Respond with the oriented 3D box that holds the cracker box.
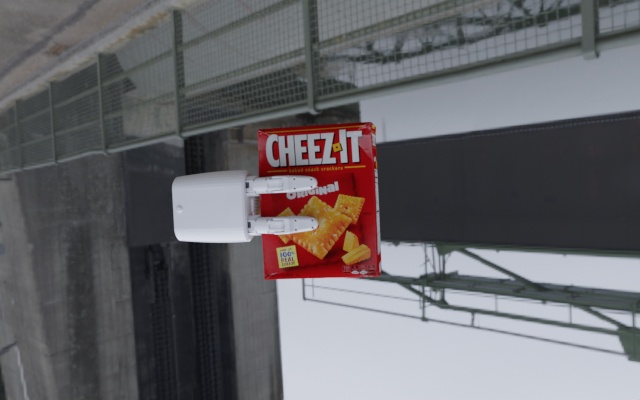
[{"bbox_3d":[0.000,0.002,0.679,0.164,0.213,0.072,-2,1,10],"label":"cracker box"}]
